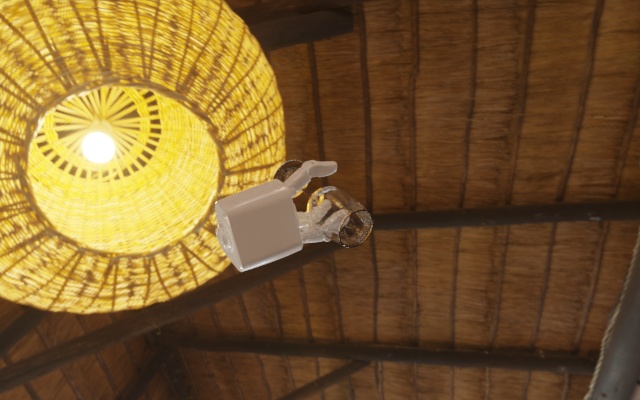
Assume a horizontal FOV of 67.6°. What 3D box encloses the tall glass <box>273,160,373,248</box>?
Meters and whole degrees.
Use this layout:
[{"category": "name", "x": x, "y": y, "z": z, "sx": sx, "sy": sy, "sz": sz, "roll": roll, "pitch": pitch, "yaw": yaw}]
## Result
[{"category": "tall glass", "x": 0.000, "y": 0.002, "z": 0.766, "sx": 0.079, "sy": 0.079, "sz": 0.201, "roll": 0, "pitch": 23, "yaw": -35}]
